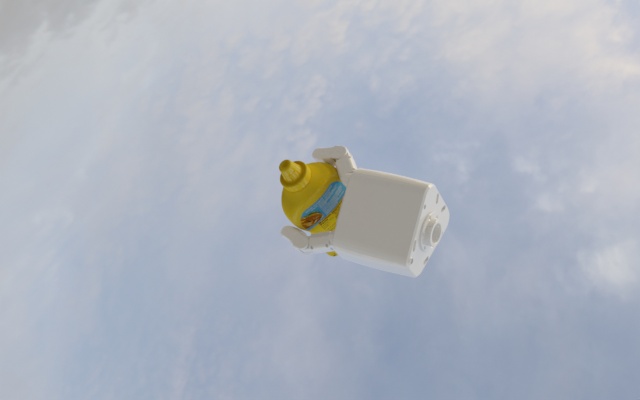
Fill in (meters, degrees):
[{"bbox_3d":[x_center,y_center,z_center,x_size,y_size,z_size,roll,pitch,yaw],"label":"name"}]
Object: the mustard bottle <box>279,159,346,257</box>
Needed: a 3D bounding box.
[{"bbox_3d":[0.000,0.002,0.662,0.058,0.096,0.192,44,-1,41],"label":"mustard bottle"}]
